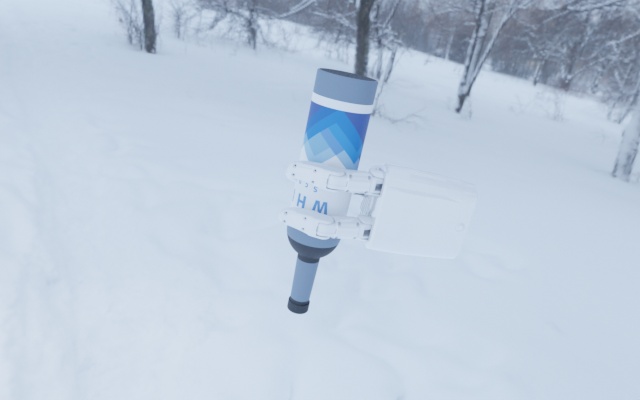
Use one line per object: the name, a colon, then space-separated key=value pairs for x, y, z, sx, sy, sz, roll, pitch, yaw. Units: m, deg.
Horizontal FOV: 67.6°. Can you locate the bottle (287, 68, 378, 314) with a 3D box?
bottle: x=0.000 y=0.002 z=0.557 sx=0.069 sy=0.296 sz=0.069 roll=11 pitch=20 yaw=-4
